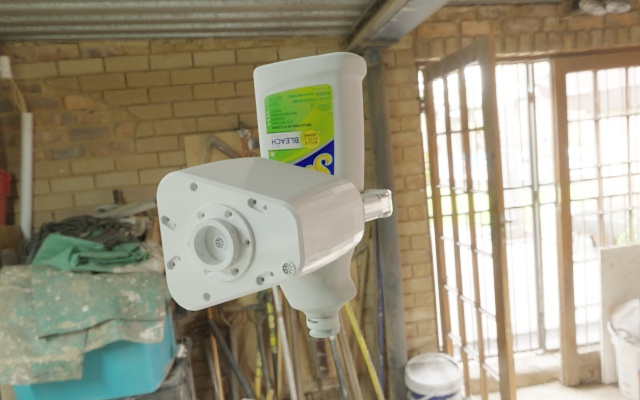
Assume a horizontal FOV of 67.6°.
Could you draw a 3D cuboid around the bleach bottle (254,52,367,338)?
[{"bbox_3d":[0.000,0.001,0.440,0.102,0.251,0.068,-3,6,23],"label":"bleach bottle"}]
